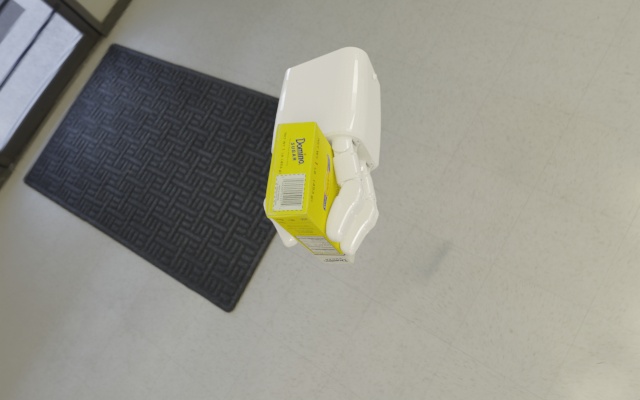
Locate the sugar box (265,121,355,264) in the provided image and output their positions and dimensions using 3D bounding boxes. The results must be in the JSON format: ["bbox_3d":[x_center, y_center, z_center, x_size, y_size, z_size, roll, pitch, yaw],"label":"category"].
[{"bbox_3d":[0.001,0.001,0.499,0.048,0.093,0.176,-1,-21,21],"label":"sugar box"}]
